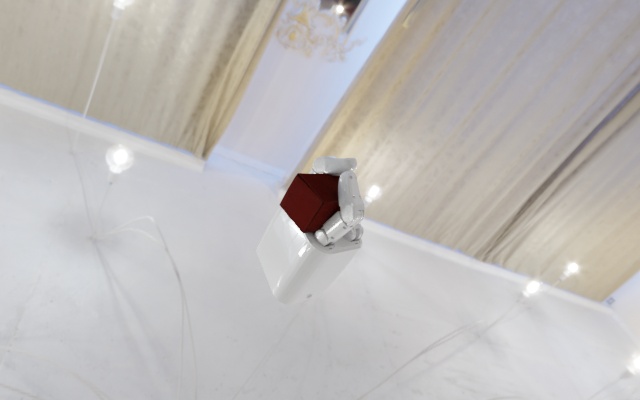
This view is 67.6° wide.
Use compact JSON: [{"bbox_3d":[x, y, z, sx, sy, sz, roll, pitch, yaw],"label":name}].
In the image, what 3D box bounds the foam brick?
[{"bbox_3d":[0.000,0.002,0.582,0.078,0.051,0.053,-3,45,-50],"label":"foam brick"}]
